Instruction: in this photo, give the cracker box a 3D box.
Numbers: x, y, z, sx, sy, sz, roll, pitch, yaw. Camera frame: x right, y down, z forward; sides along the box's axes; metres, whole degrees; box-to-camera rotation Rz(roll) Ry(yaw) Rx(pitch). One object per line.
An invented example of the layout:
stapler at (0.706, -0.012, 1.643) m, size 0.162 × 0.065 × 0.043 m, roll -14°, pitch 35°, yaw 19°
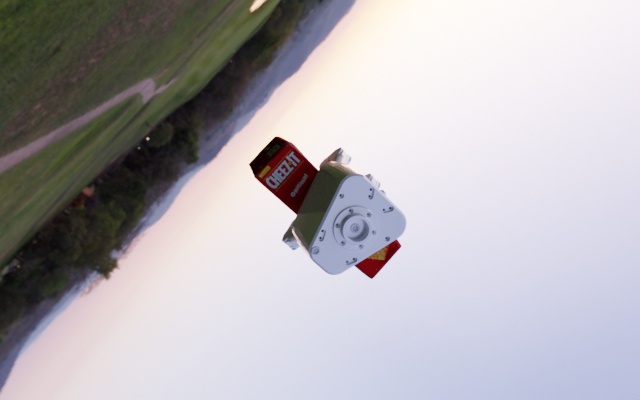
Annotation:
cracker box at (0.000, 0.003, 0.694) m, size 0.214 × 0.072 × 0.164 m, roll 43°, pitch -1°, yaw -15°
